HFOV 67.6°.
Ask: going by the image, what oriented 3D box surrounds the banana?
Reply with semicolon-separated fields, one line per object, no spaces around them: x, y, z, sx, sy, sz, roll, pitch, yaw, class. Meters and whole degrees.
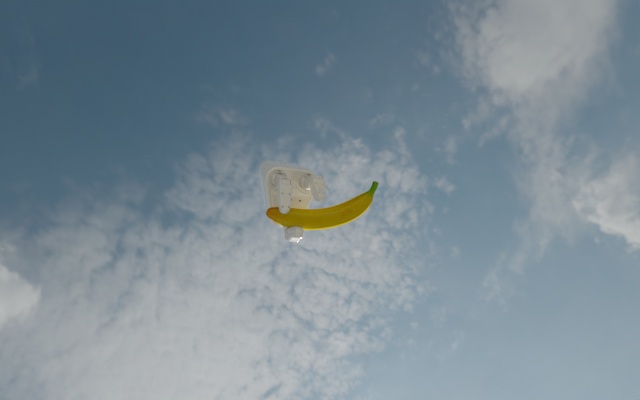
0.007;0.019;0.827;0.198;0.070;0.037;-15;23;-7;banana
